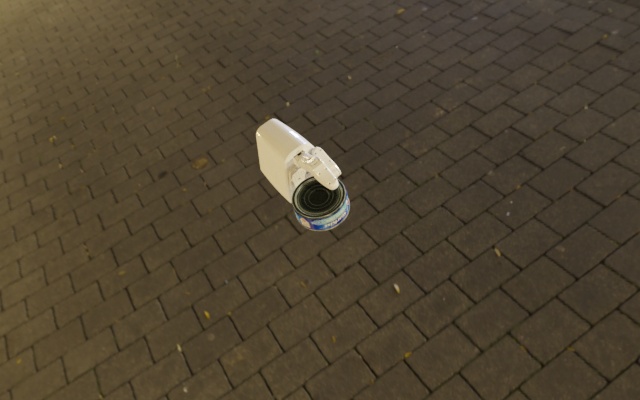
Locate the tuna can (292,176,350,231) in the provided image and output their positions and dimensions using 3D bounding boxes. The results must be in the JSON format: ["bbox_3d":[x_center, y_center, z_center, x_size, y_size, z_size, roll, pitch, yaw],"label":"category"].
[{"bbox_3d":[0.000,0.002,0.723,0.086,0.086,0.034,0,-37,14],"label":"tuna can"}]
